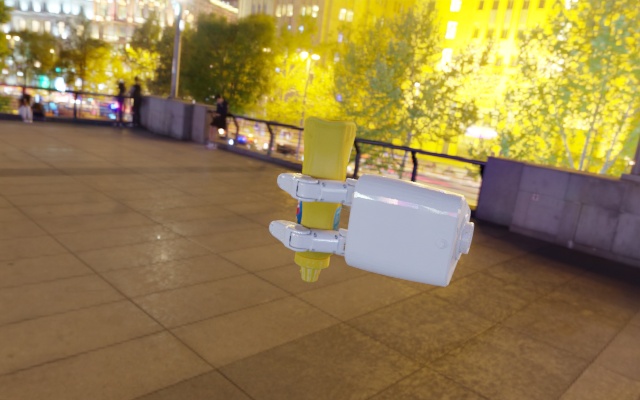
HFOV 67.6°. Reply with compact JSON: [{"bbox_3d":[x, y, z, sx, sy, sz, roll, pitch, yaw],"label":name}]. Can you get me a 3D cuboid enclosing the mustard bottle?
[{"bbox_3d":[0.000,0.001,0.551,0.058,0.192,0.096,7,11,-1],"label":"mustard bottle"}]
